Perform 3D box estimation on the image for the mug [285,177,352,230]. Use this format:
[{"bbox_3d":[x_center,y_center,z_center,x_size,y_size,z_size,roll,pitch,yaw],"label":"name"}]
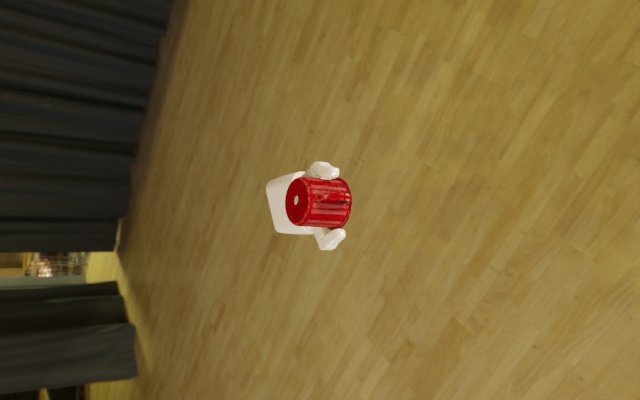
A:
[{"bbox_3d":[0.001,0.003,0.793,0.081,0.093,0.117,4,-8,-35],"label":"mug"}]
